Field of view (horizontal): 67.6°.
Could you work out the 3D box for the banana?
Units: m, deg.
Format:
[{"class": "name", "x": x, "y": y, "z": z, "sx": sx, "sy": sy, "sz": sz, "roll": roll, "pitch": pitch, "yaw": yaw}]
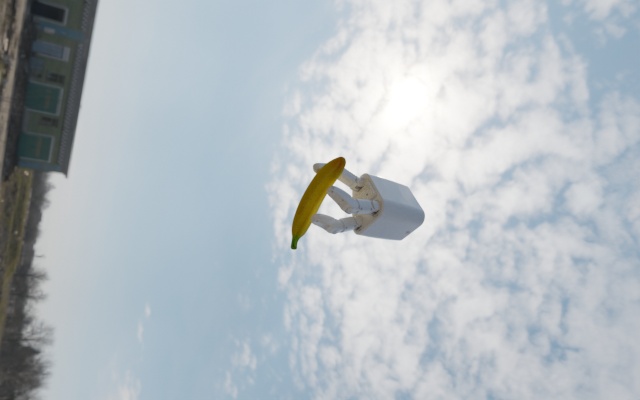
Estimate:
[{"class": "banana", "x": -0.006, "y": -0.004, "z": 0.866, "sx": 0.037, "sy": 0.198, "sz": 0.069, "roll": 16, "pitch": 25, "yaw": -26}]
